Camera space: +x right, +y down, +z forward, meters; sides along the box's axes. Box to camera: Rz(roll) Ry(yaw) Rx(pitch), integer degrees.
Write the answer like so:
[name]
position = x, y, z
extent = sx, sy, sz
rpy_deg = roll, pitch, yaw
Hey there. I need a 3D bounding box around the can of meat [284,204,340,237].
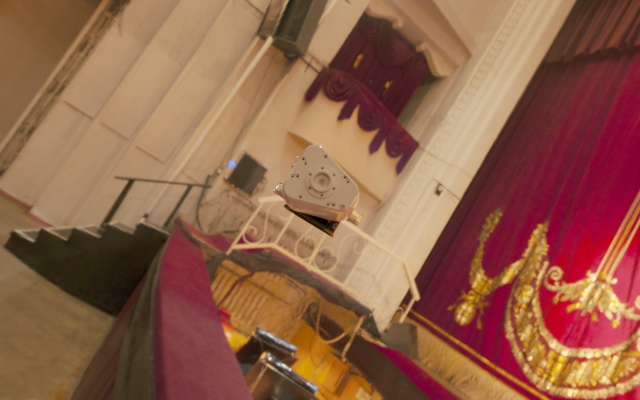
[can of meat]
position = 0.000, 0.003, 0.848
extent = 0.102, 0.084, 0.057
rpy_deg = 31, -6, 8
